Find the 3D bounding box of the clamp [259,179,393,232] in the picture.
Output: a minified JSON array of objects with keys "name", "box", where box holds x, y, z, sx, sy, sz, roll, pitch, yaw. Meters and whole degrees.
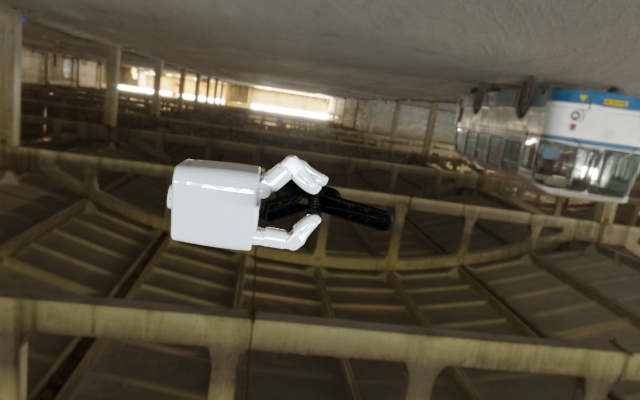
[{"name":"clamp","box":[0.000,0.003,0.652,0.164,0.036,0.210,7,11,-8]}]
